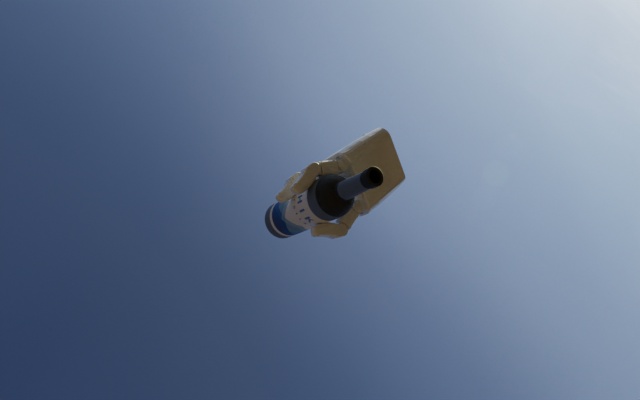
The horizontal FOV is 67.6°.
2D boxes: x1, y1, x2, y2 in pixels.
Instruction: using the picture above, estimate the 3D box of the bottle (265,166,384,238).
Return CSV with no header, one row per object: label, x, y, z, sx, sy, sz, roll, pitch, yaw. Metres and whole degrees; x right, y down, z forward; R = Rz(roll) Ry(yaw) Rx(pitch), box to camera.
bottle,0.000,0.003,0.739,0.069,0.069,0.296,0,-13,-29
